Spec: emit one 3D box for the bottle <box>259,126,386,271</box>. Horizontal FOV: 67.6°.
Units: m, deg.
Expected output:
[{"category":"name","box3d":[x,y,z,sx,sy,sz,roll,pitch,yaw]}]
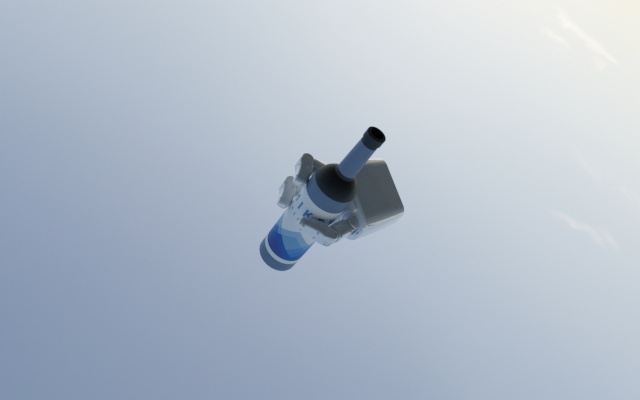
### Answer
[{"category":"bottle","box3d":[0.000,0.002,0.694,0.069,0.069,0.296,0,-36,-36]}]
